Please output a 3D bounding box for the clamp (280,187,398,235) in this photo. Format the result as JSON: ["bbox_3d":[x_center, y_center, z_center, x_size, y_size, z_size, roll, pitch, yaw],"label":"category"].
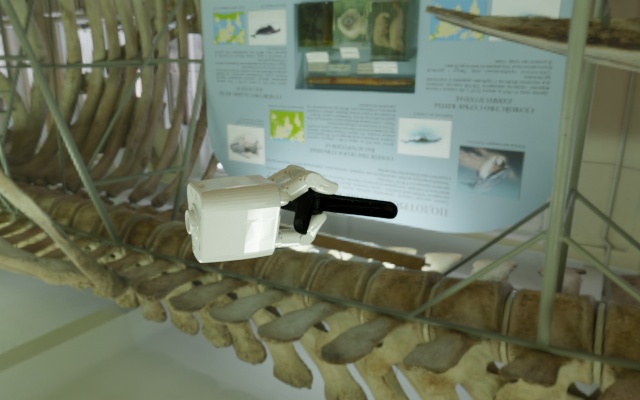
[{"bbox_3d":[0.000,0.003,0.709,0.164,0.036,0.210,-5,16,-27],"label":"clamp"}]
